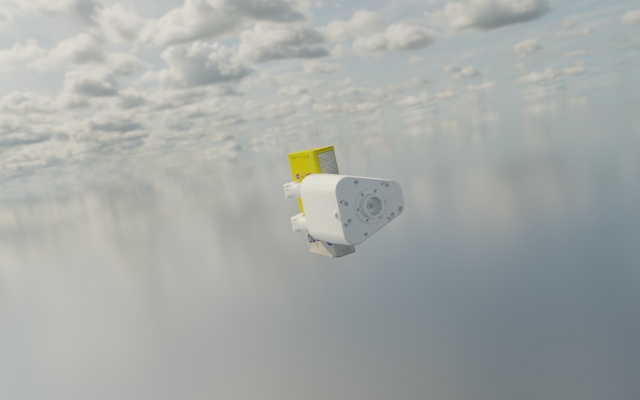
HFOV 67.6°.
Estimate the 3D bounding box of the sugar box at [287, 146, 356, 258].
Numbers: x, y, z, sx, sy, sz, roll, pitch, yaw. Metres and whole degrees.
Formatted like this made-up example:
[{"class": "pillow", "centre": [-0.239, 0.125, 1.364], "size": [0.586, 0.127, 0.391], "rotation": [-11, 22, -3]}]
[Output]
[{"class": "sugar box", "centre": [0.000, 0.003, 0.787], "size": [0.048, 0.176, 0.093], "rotation": [-15, 9, -29]}]
